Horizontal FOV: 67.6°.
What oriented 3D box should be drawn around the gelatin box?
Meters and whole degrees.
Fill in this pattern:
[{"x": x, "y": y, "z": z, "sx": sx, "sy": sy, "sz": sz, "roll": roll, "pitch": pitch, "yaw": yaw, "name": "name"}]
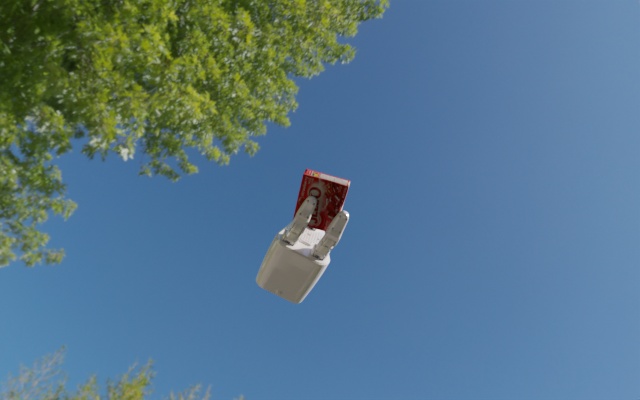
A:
[{"x": 0.000, "y": 0.002, "z": 0.756, "sx": 0.073, "sy": 0.089, "sz": 0.030, "roll": 16, "pitch": 24, "yaw": 2, "name": "gelatin box"}]
